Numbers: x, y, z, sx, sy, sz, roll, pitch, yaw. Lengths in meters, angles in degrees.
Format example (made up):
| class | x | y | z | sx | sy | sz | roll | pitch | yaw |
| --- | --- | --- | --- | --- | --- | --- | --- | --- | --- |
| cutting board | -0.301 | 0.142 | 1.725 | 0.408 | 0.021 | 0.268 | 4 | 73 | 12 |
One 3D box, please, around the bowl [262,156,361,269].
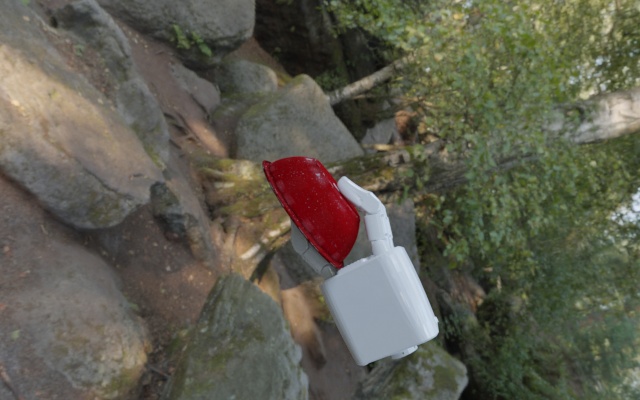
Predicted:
| class | x | y | z | sx | sy | sz | roll | pitch | yaw |
| --- | --- | --- | --- | --- | --- | --- | --- | --- | --- |
| bowl | 0.000 | 0.001 | 0.577 | 0.055 | 0.162 | 0.162 | -37 | -5 | 7 |
